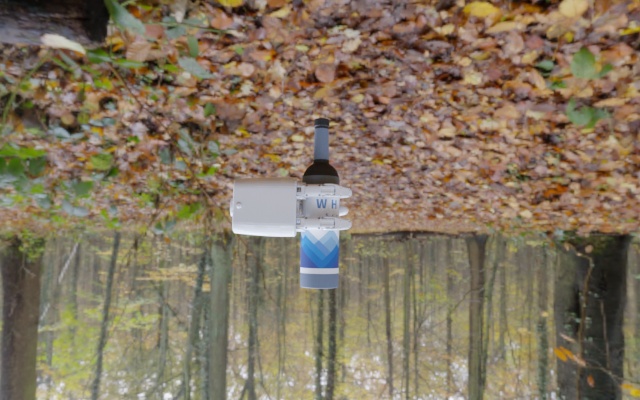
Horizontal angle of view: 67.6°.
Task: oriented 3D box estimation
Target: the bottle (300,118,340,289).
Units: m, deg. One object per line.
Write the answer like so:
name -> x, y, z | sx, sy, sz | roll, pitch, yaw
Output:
bottle -> 0.000, 0.003, 0.839 | 0.069, 0.295, 0.069 | 1, -5, 0
